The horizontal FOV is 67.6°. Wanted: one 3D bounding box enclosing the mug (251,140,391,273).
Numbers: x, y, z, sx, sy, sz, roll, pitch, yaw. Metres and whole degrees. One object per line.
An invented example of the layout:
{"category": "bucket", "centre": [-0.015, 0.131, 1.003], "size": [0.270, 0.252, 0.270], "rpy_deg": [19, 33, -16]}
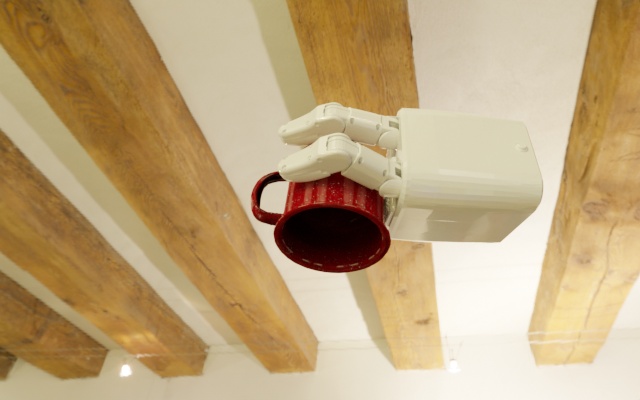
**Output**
{"category": "mug", "centre": [-0.001, 0.001, 0.404], "size": [0.117, 0.081, 0.093], "rpy_deg": [5, -41, 1]}
